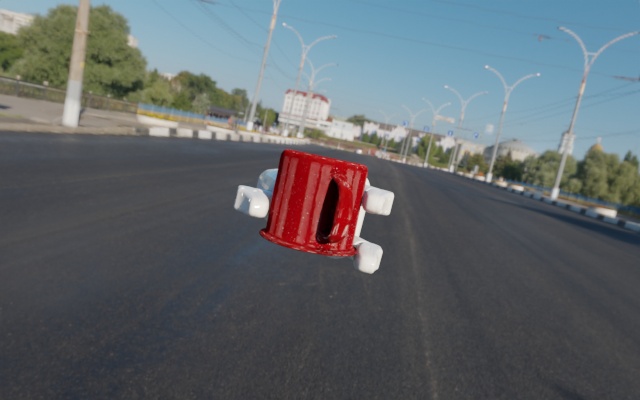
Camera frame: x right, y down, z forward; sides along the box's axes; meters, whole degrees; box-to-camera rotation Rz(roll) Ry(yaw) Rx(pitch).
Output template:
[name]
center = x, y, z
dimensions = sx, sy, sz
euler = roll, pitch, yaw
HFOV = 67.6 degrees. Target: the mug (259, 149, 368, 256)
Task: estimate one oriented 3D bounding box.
[mug]
center = 0.000, 0.001, 0.428
dimensions = 0.093, 0.081, 0.117
euler = 10, 6, -18
